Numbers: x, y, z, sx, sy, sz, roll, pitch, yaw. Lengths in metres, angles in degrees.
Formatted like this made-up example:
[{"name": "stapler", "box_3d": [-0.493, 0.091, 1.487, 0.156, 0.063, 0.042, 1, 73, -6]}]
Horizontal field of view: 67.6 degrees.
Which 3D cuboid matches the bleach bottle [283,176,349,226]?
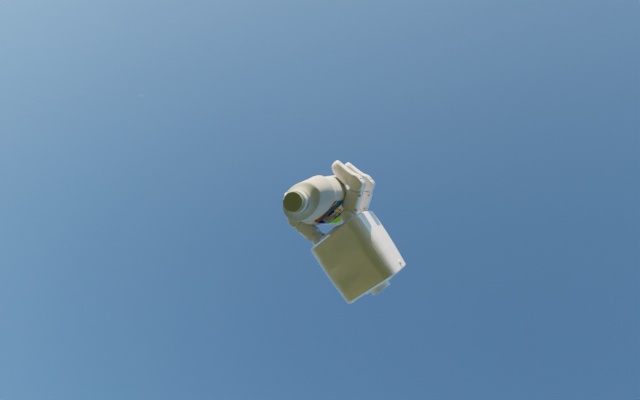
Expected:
[{"name": "bleach bottle", "box_3d": [0.000, 0.002, 0.756, 0.102, 0.068, 0.251, -37, -11, 18]}]
